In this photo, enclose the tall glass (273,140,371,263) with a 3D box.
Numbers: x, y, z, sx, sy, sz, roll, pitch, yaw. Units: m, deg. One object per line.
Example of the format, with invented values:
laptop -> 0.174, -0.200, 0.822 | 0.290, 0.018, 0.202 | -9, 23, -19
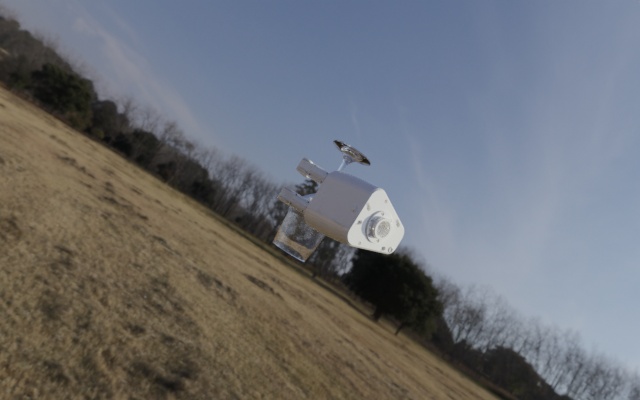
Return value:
tall glass -> 0.000, 0.002, 0.794 | 0.079, 0.201, 0.079 | 32, -6, 4
